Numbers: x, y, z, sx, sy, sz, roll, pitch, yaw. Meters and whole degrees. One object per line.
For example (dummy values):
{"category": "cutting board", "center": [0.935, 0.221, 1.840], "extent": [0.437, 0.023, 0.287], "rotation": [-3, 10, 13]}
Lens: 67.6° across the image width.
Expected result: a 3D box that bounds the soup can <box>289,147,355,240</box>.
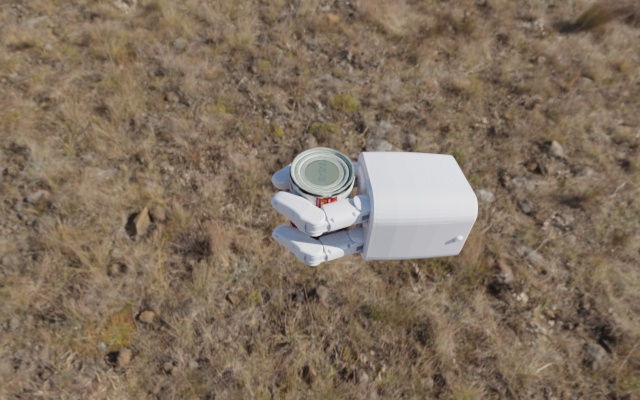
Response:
{"category": "soup can", "center": [0.000, 0.001, 0.515], "extent": [0.068, 0.068, 0.102], "rotation": [0, -39, -3]}
